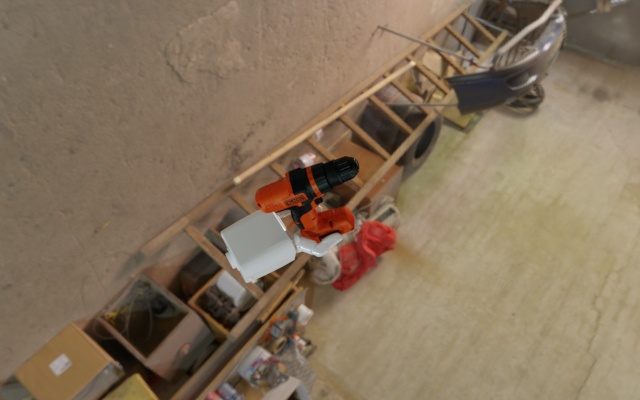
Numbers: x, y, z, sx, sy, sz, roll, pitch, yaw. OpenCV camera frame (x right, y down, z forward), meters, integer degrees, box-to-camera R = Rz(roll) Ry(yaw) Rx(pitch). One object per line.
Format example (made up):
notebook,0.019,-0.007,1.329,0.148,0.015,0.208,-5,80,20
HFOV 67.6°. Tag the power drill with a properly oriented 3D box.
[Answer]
power drill,0.000,0.003,0.852,0.184,0.057,0.188,-19,-35,11
